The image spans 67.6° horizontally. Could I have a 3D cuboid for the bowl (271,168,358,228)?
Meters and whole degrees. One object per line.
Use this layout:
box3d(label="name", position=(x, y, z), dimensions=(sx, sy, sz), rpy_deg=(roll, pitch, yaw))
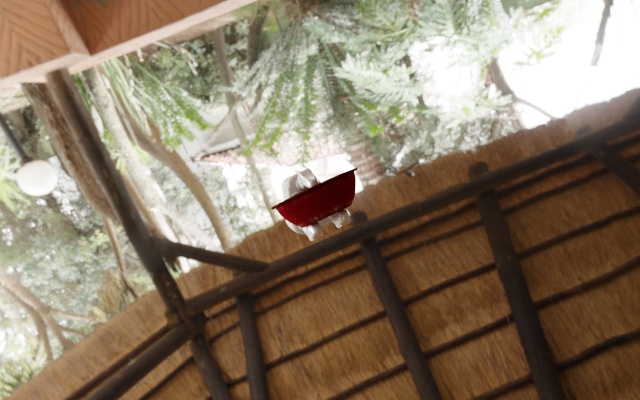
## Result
box3d(label="bowl", position=(0.000, 0.003, 0.807), dimensions=(0.162, 0.055, 0.162), rpy_deg=(-25, -1, 0))
